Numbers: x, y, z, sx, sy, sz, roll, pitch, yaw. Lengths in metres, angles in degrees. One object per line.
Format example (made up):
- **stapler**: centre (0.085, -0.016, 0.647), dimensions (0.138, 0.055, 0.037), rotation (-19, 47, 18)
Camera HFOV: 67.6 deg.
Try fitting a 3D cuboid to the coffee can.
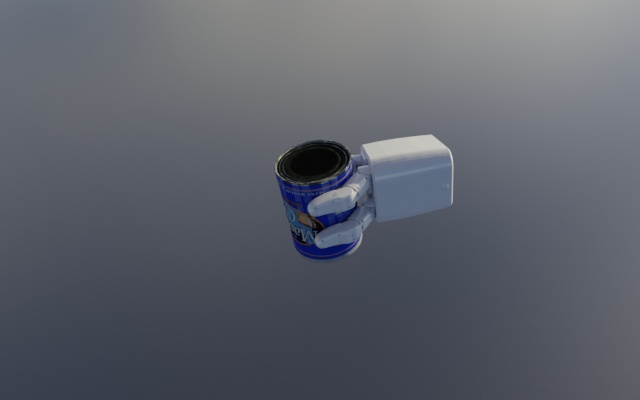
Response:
- **coffee can**: centre (0.000, 0.002, 0.665), dimensions (0.103, 0.140, 0.102), rotation (-7, 38, 5)
